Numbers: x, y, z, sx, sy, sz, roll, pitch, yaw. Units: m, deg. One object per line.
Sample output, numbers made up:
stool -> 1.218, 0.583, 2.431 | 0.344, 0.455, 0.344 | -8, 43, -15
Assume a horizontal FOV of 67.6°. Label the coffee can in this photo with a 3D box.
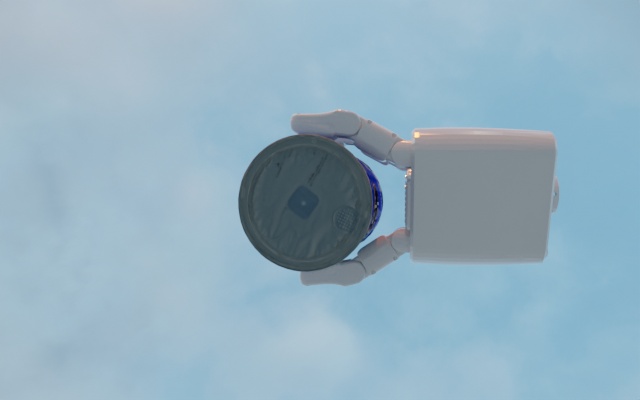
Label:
coffee can -> 0.000, 0.001, 0.422 | 0.103, 0.103, 0.140 | 0, 0, 11
